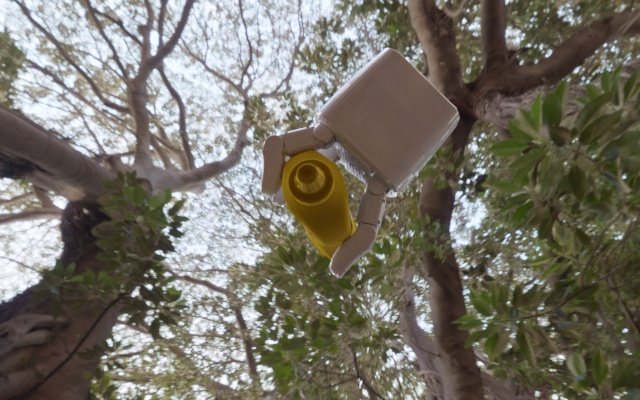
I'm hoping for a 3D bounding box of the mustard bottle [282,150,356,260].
[{"bbox_3d":[0.000,0.002,0.486,0.058,0.096,0.192,-22,-16,0],"label":"mustard bottle"}]
